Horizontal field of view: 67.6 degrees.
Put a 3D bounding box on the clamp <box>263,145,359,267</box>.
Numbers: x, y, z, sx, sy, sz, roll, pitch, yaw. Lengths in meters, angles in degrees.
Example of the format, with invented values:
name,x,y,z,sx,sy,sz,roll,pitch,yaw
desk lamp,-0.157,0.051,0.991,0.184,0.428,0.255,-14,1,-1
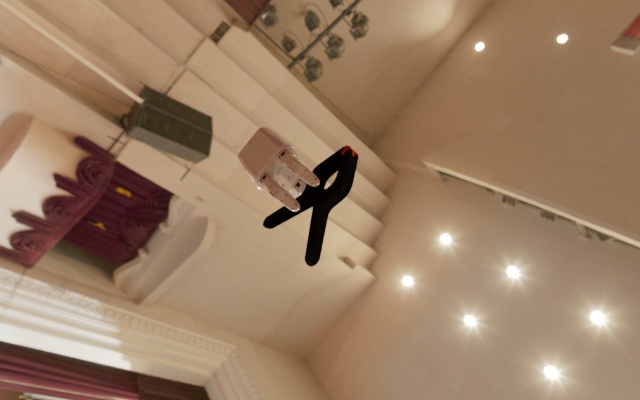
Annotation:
name,x,y,z,sx,sy,sz,roll,pitch,yaw
clamp,0.001,0.003,0.815,0.036,0.210,0.164,36,5,-42
